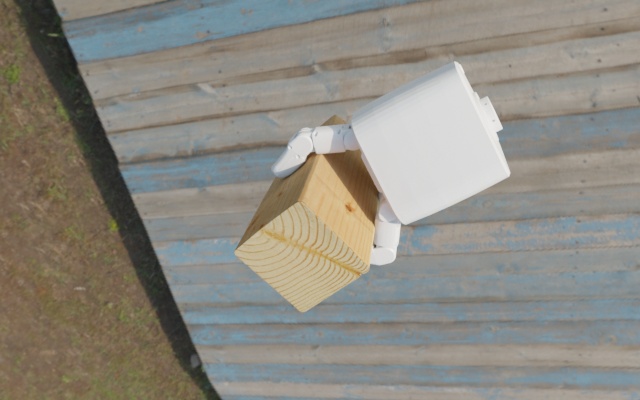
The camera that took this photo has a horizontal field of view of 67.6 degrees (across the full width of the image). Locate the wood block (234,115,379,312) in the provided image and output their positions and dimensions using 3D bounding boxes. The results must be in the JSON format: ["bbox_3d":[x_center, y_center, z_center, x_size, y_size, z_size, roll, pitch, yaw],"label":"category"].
[{"bbox_3d":[0.000,0.001,0.504,0.090,0.091,0.206,-37,17,27],"label":"wood block"}]
